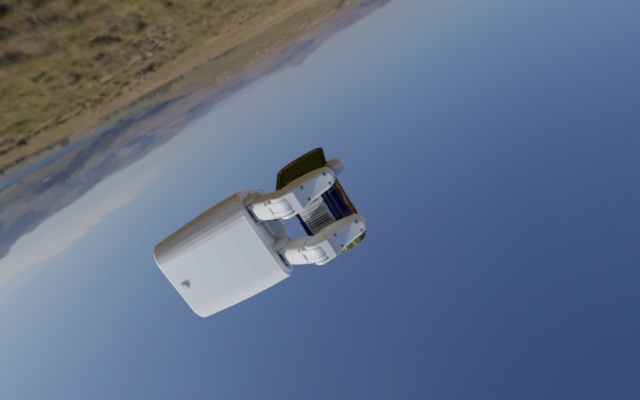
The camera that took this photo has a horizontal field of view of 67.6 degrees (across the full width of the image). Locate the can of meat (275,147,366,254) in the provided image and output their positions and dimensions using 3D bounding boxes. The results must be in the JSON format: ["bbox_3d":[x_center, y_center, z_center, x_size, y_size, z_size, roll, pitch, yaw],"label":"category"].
[{"bbox_3d":[0.000,0.002,0.493,0.057,0.084,0.102,-30,17,6],"label":"can of meat"}]
